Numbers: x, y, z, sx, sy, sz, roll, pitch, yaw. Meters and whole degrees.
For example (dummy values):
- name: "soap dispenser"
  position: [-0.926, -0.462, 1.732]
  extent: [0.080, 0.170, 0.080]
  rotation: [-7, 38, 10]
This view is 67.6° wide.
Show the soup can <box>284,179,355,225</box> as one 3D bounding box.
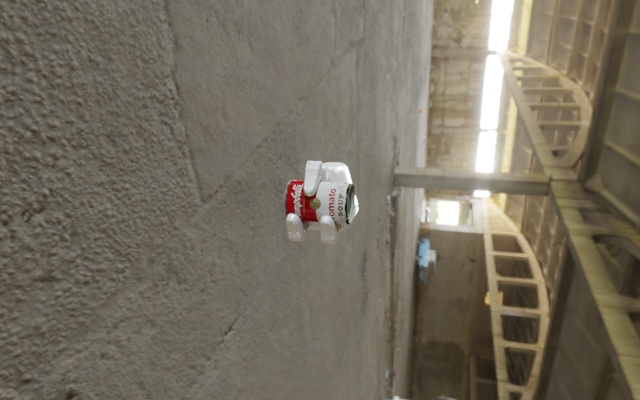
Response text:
- name: "soup can"
  position: [0.000, 0.003, 0.767]
  extent: [0.102, 0.068, 0.068]
  rotation: [4, 1, 14]
